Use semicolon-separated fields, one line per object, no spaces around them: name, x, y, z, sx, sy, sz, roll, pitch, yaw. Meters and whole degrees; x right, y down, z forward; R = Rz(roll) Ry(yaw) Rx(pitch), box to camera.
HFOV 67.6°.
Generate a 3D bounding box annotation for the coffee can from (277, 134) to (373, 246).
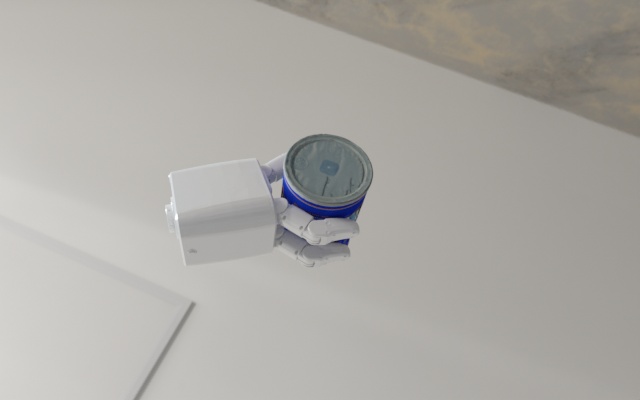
coffee can;0.000;0.002;0.595;0.103;0.102;0.140;0;-35;-10
